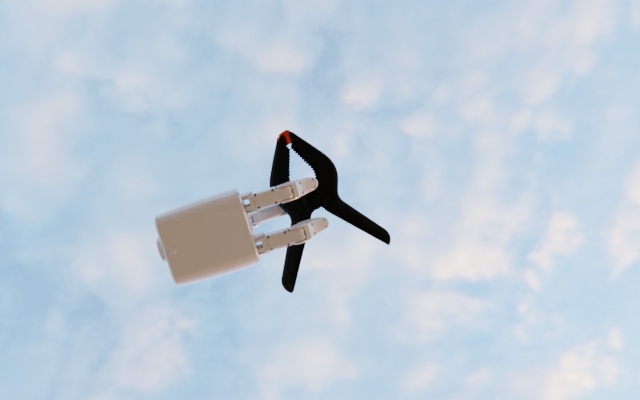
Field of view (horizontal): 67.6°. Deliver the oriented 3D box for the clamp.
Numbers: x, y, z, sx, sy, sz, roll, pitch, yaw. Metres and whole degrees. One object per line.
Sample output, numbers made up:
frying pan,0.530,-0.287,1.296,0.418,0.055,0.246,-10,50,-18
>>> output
clamp,0.000,0.002,0.648,0.164,0.210,0.036,-18,7,-14
